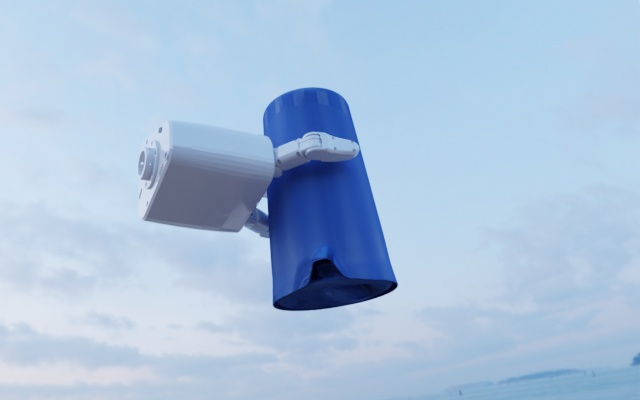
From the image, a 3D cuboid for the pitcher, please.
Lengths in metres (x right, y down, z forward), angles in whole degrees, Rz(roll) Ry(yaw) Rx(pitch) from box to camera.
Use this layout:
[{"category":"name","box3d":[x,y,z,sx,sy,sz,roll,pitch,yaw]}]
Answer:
[{"category":"pitcher","box3d":[0.000,0.002,0.555,0.145,0.242,0.149,8,-28,-35]}]
